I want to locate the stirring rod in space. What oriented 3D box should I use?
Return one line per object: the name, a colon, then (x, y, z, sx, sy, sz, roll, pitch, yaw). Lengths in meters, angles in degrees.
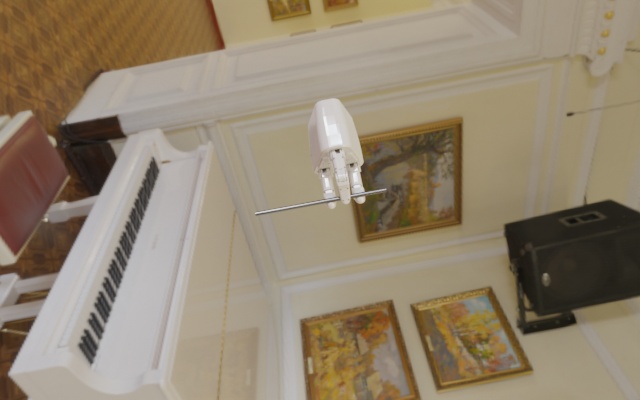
stirring rod: (0.000, 0.003, 0.864, 0.239, 0.011, 0.011, -10, 0, 2)
